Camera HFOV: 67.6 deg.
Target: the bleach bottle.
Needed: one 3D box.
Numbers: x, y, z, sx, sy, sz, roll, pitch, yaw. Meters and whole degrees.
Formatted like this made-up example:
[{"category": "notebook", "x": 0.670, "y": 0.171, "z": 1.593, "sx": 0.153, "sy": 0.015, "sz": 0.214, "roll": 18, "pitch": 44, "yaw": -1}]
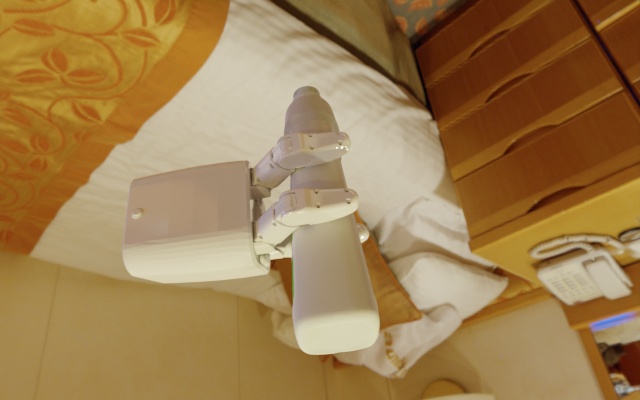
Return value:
[{"category": "bleach bottle", "x": 0.000, "y": 0.001, "z": 0.437, "sx": 0.068, "sy": 0.250, "sz": 0.103, "roll": -7, "pitch": -32, "yaw": -1}]
